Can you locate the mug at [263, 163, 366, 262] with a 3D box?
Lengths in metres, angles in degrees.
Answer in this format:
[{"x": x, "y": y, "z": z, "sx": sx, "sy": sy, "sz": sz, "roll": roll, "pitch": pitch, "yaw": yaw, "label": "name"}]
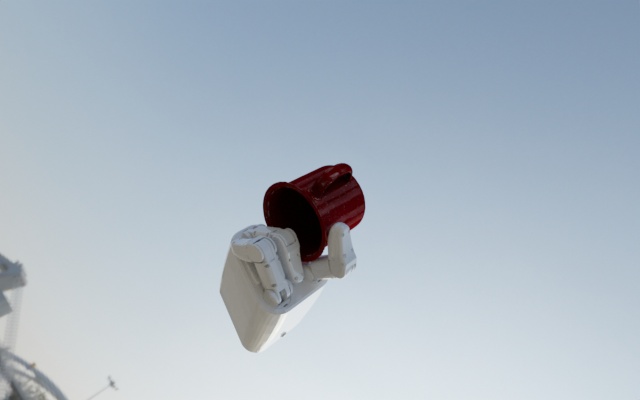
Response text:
[{"x": 0.001, "y": 0.001, "z": 0.527, "sx": 0.081, "sy": 0.093, "sz": 0.117, "roll": -29, "pitch": -24, "yaw": -41, "label": "mug"}]
